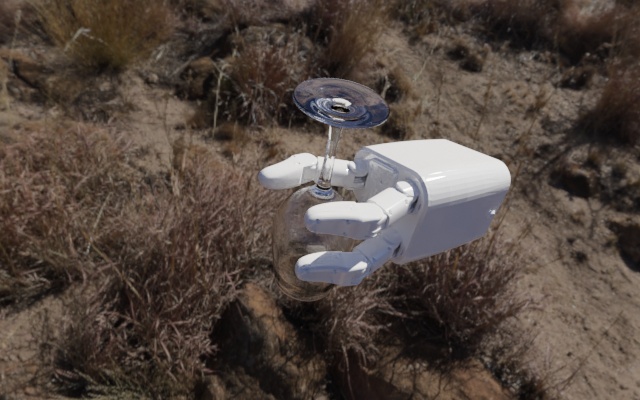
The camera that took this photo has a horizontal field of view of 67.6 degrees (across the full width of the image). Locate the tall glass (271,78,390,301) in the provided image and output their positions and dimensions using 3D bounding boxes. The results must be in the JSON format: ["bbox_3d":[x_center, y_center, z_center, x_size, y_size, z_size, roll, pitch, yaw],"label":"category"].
[{"bbox_3d":[0.000,0.001,0.419,0.079,0.201,0.079,8,39,-6],"label":"tall glass"}]
